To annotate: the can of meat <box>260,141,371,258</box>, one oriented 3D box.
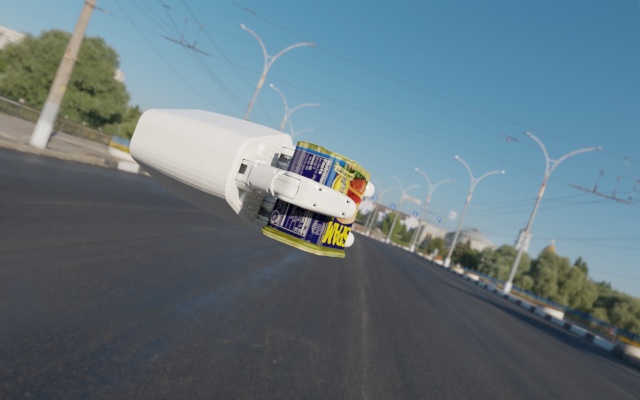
[{"bbox_3d":[0.000,0.001,0.427,0.057,0.084,0.102,20,-2,21],"label":"can of meat"}]
